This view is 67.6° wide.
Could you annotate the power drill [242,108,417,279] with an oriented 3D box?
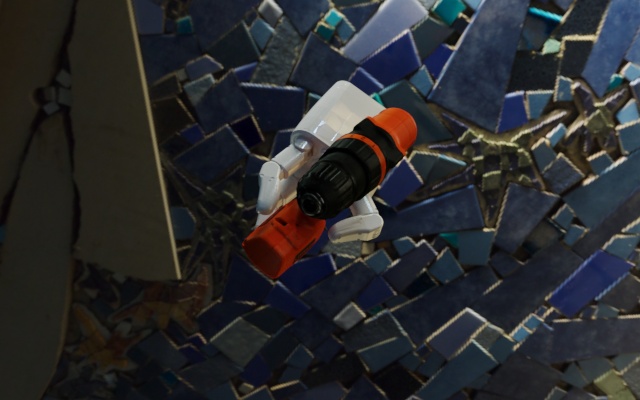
[{"bbox_3d":[0.000,0.002,0.455,0.188,0.057,0.184,-43,-3,40],"label":"power drill"}]
